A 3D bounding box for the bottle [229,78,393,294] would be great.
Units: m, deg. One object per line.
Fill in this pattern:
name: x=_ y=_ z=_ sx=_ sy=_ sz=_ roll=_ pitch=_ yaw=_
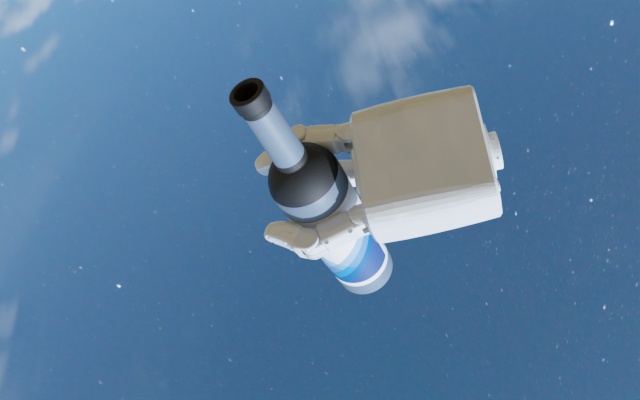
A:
bottle: x=0.000 y=0.002 z=0.446 sx=0.069 sy=0.069 sz=0.296 roll=0 pitch=-32 yaw=25
